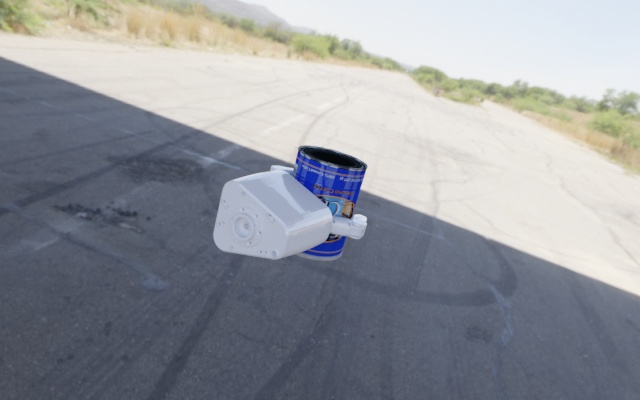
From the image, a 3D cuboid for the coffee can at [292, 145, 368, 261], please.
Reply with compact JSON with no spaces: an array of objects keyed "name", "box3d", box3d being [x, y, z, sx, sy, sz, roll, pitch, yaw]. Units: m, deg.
[{"name":"coffee can","box3d":[0.000,0.002,0.693,0.103,0.140,0.102,14,17,-4]}]
